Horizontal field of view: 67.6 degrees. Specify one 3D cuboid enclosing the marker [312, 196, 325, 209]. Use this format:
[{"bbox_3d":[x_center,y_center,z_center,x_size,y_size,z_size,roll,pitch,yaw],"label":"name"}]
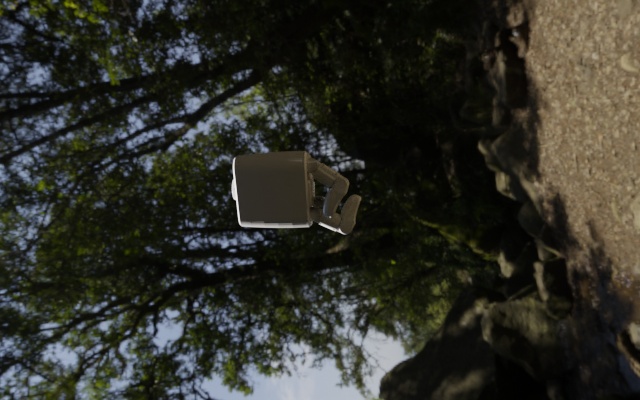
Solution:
[{"bbox_3d":[0.000,0.002,0.743,0.020,0.020,0.121,0,0,4],"label":"marker"}]
